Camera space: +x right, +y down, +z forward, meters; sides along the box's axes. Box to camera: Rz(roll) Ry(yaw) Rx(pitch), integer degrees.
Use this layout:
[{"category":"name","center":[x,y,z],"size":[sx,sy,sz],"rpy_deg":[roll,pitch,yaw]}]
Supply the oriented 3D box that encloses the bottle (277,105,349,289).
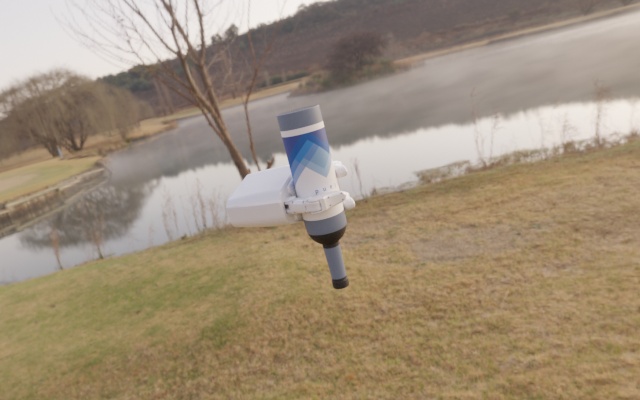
[{"category":"bottle","center":[0.000,0.002,0.754],"size":[0.069,0.296,0.069],"rpy_deg":[-13,14,3]}]
